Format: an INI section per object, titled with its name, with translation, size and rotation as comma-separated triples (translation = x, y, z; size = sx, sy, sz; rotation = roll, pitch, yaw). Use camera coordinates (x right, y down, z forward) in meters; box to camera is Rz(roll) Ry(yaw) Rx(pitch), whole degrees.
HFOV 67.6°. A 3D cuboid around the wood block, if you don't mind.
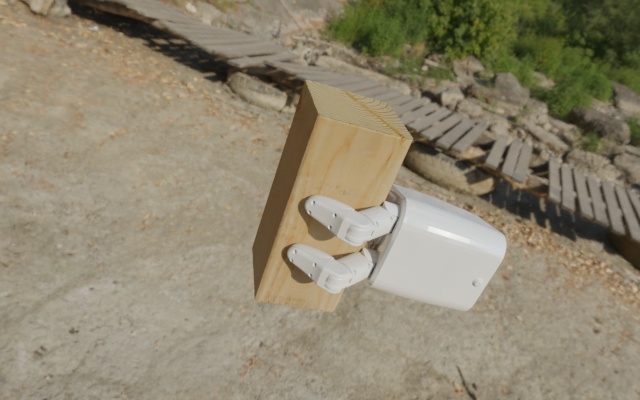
[wood block]
translation = 0.000, 0.001, 0.477
size = 0.090, 0.206, 0.090
rotation = 12, 29, -16
